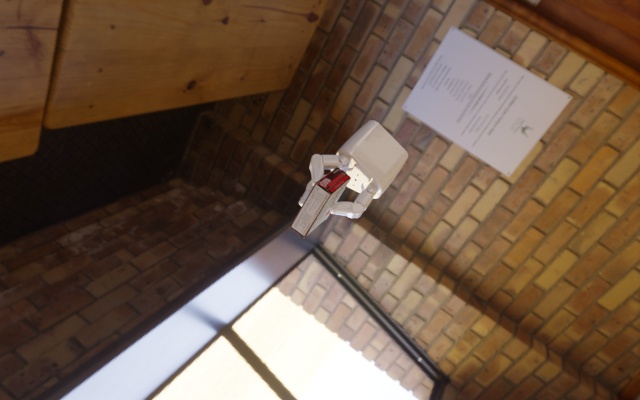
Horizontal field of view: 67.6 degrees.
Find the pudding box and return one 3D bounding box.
[{"bbox_3d":[0.000,0.003,0.855,0.039,0.113,0.090,36,33,11],"label":"pudding box"}]
